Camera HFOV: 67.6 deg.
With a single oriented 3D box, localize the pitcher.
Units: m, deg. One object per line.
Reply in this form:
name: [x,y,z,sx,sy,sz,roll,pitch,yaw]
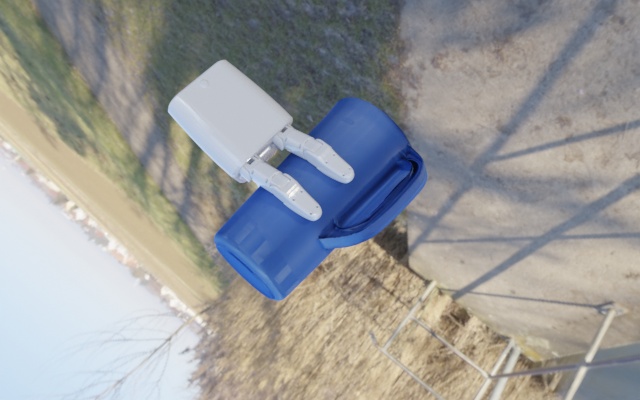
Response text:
pitcher: [0.000,0.002,0.570,0.242,0.145,0.149,-46,0,-19]
